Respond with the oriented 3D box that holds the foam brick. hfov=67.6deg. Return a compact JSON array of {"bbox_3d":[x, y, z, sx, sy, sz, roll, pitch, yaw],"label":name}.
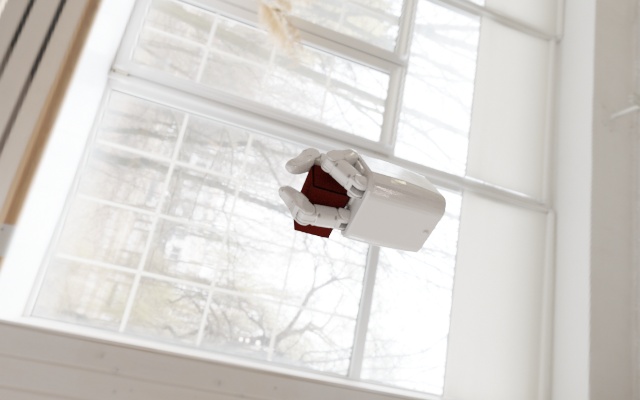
[{"bbox_3d":[0.000,0.002,0.626,0.051,0.078,0.053,15,36,-14],"label":"foam brick"}]
